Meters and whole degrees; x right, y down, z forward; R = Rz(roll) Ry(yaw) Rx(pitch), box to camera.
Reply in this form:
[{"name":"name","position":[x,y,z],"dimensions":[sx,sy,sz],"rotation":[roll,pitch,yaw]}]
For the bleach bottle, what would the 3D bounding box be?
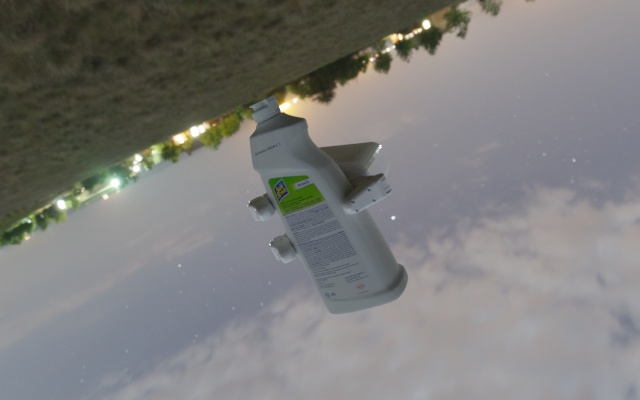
[{"name":"bleach bottle","position":[0.000,0.002,0.525],"dimensions":[0.102,0.251,0.068],"rotation":[-20,15,26]}]
